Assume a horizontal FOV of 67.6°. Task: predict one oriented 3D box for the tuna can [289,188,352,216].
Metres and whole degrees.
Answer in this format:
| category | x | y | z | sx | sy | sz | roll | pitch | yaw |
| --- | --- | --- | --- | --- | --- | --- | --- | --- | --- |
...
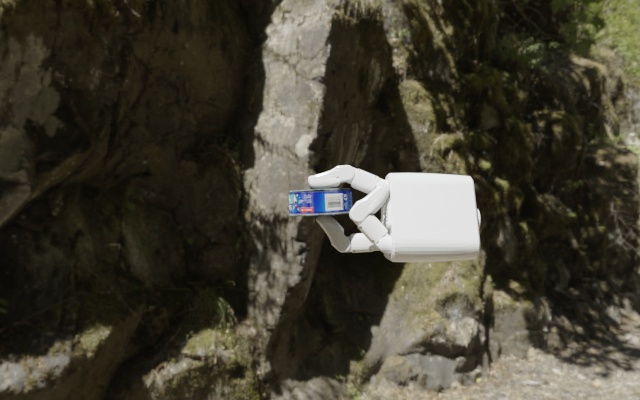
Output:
| category | x | y | z | sx | sy | sz | roll | pitch | yaw |
| --- | --- | --- | --- | --- | --- | --- | --- | --- | --- |
| tuna can | 0.000 | 0.002 | 0.638 | 0.086 | 0.034 | 0.086 | -3 | 1 | 0 |
